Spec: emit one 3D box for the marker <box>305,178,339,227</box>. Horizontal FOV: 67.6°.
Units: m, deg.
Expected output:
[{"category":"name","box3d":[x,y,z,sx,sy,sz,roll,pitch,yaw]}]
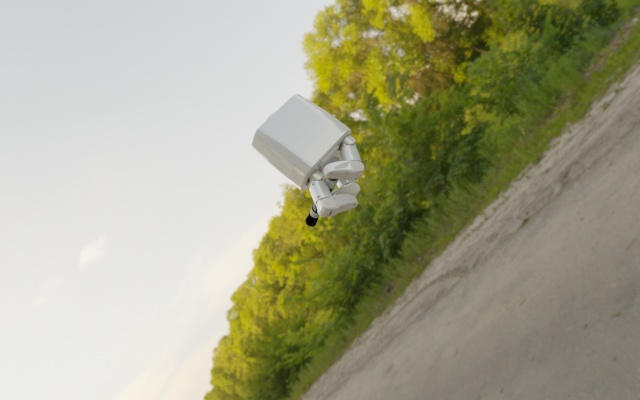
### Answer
[{"category":"marker","box3d":[0.000,0.002,0.730,0.020,0.020,0.121,0,-36,-21]}]
